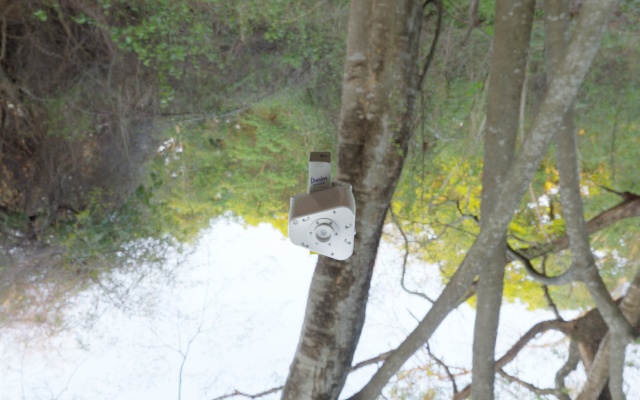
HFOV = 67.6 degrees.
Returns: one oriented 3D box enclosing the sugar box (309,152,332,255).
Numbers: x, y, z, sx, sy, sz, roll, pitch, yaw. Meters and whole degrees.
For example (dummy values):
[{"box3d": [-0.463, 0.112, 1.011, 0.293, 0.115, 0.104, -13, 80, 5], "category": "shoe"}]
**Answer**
[{"box3d": [0.001, 0.003, 0.892, 0.048, 0.176, 0.093, 2, 17, 0], "category": "sugar box"}]
